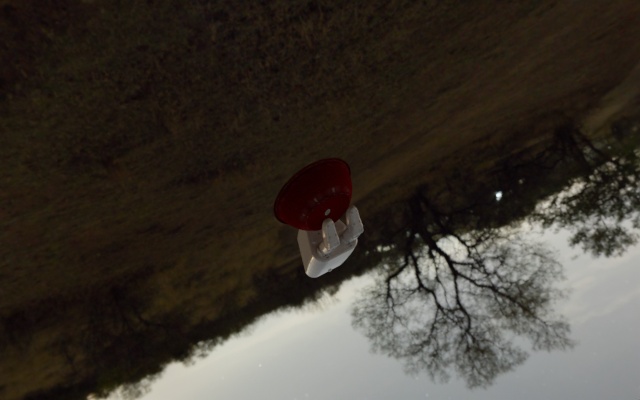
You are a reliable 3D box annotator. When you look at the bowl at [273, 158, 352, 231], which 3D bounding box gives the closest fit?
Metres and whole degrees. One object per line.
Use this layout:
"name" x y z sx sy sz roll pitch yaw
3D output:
"bowl" 0.000 0.002 0.841 0.162 0.162 0.055 0 43 -46
